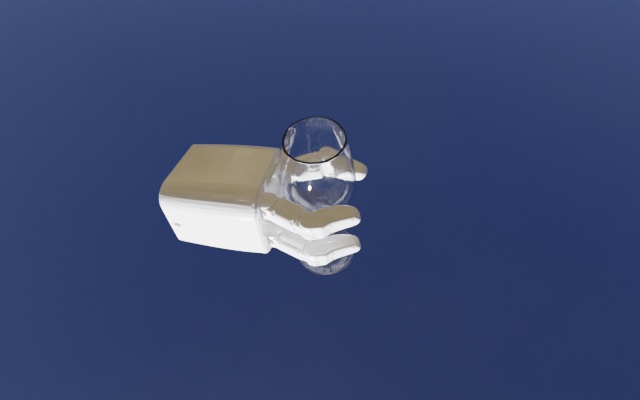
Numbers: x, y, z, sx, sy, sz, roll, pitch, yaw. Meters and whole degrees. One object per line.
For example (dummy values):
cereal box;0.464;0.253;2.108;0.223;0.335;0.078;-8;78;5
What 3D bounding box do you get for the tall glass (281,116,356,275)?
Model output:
tall glass;0.000;0.002;0.527;0.079;0.079;0.201;0;-37;4
